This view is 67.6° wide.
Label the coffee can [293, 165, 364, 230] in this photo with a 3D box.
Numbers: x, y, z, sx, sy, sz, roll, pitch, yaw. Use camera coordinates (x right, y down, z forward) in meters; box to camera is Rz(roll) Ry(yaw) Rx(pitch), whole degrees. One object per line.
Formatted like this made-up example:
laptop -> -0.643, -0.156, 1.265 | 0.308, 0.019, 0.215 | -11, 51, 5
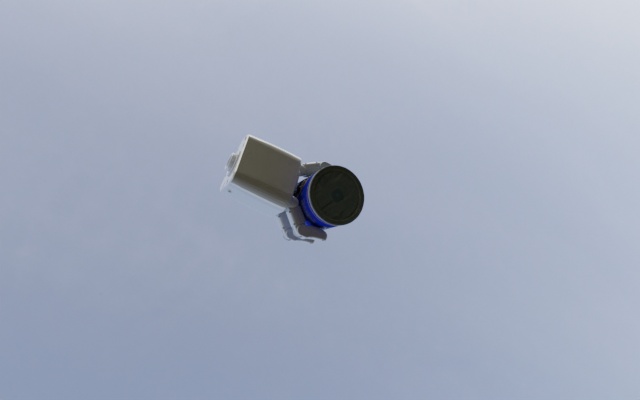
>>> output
coffee can -> 0.000, 0.003, 0.855 | 0.103, 0.103, 0.140 | 0, -10, -25
